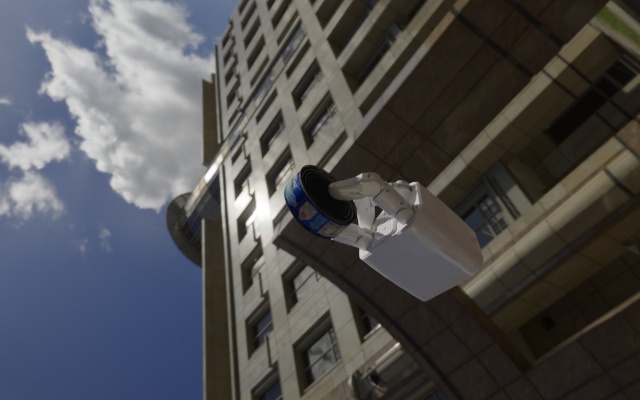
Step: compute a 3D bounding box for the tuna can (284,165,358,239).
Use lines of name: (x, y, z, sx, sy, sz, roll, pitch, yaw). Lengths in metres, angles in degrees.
tuna can: (0.000, 0.002, 0.550, 0.034, 0.086, 0.086, -44, -24, 27)
